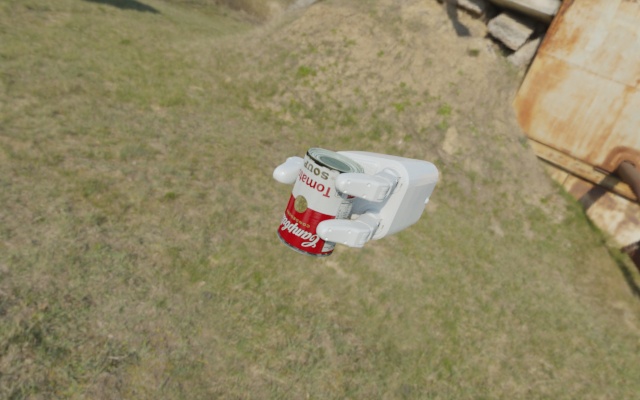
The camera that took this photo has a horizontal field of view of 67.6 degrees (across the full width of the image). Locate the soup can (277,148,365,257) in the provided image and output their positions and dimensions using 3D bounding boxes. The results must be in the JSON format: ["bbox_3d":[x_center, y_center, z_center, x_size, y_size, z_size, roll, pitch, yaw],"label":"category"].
[{"bbox_3d":[0.000,0.001,0.525,0.068,0.102,0.068,19,20,-7],"label":"soup can"}]
